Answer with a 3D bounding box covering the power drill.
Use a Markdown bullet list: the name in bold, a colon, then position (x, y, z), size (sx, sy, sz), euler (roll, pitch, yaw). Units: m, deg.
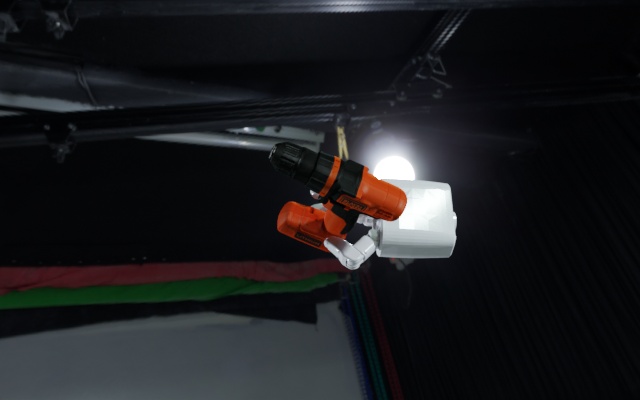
- **power drill**: position (0.000, 0.002, 0.656), size (0.184, 0.057, 0.188), euler (24, -28, -9)
